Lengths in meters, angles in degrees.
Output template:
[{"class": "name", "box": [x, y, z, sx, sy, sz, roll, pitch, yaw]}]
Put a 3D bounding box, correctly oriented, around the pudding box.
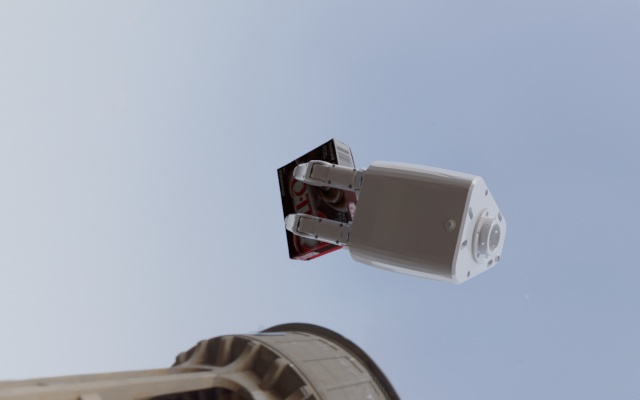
[{"class": "pudding box", "box": [0.000, 0.002, 0.528, 0.090, 0.113, 0.039, -25, -27, 35]}]
